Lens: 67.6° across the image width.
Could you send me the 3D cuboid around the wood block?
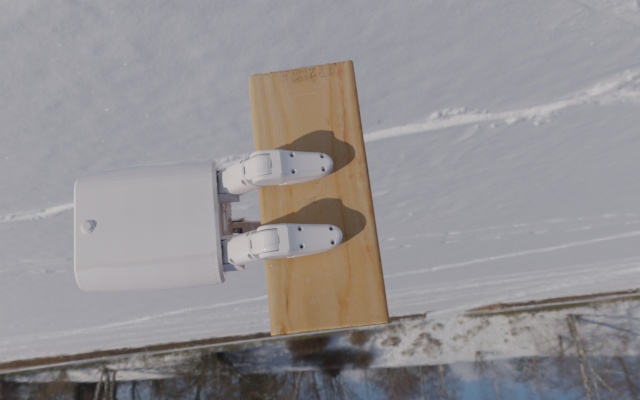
[{"bbox_3d":[0.000,0.002,0.405,0.090,0.206,0.091,-8,-12,5],"label":"wood block"}]
